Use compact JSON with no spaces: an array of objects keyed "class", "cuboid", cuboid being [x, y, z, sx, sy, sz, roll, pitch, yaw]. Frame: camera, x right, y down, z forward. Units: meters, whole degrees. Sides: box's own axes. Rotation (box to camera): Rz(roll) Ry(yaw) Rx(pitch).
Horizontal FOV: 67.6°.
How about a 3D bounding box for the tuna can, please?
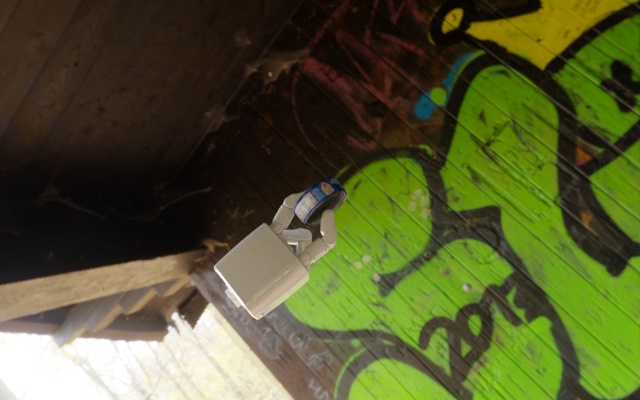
[{"class":"tuna can","cuboid":[0.000,0.002,0.751,0.086,0.033,0.086,-36,-17,-13]}]
